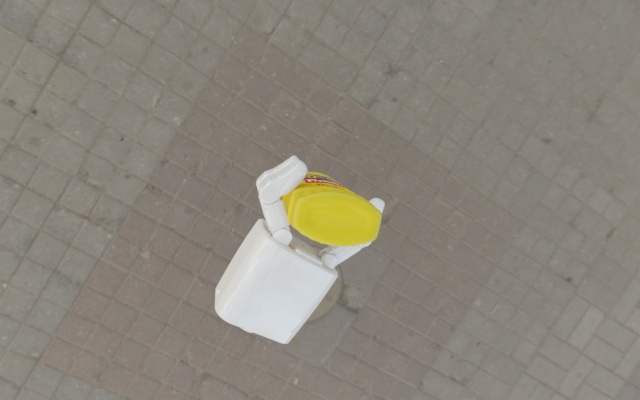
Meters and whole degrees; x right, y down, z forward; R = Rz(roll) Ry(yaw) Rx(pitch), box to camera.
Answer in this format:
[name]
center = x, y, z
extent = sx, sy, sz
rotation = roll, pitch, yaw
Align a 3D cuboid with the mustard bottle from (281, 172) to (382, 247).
[mustard bottle]
center = 0.000, 0.002, 0.576
extent = 0.096, 0.058, 0.191
rotation = 8, 9, -13
